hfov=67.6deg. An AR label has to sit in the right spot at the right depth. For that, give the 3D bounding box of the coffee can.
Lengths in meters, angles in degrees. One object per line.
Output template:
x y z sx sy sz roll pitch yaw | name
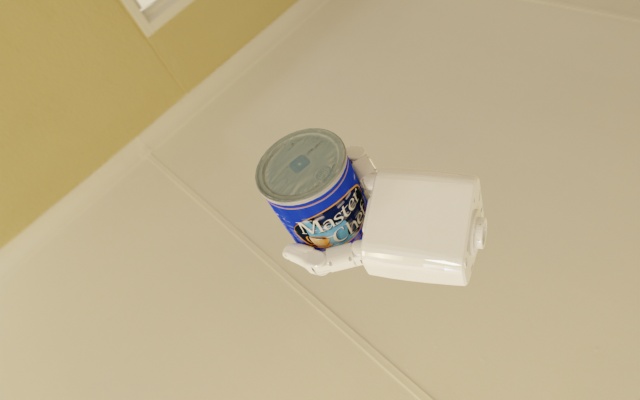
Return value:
0.000 0.002 0.553 0.103 0.102 0.140 0 -36 24 | coffee can
